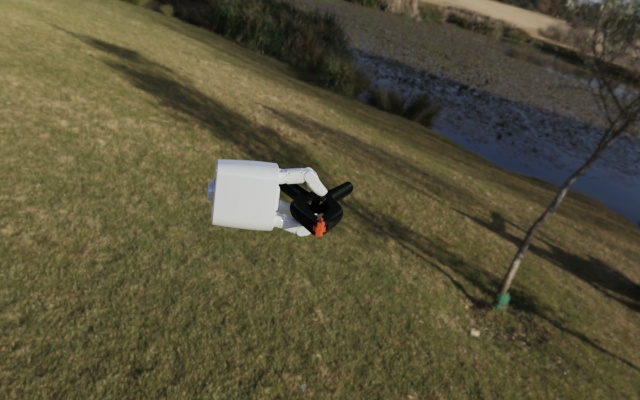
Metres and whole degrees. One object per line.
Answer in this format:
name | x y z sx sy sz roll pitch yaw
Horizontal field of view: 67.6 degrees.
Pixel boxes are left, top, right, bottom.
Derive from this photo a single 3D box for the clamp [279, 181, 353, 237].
clamp | 0.000 0.002 0.874 0.164 0.036 0.210 3 26 -14
